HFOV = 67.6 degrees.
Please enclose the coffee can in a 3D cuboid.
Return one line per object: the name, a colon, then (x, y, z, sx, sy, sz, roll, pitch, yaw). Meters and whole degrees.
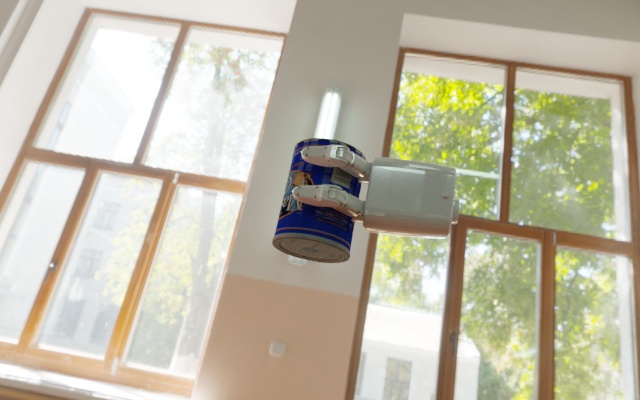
coffee can: (0.000, 0.002, 0.642, 0.103, 0.140, 0.103, 10, -21, 4)
